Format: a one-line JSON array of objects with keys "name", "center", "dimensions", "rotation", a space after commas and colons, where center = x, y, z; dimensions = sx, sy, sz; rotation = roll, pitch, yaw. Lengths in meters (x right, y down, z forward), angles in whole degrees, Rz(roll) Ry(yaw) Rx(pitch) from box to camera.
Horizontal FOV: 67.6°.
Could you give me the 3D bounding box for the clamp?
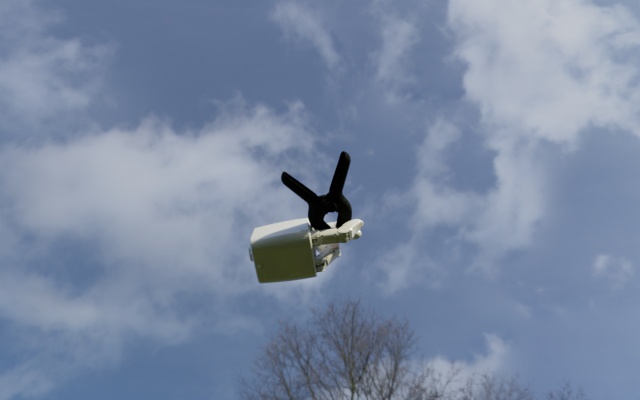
[{"name": "clamp", "center": [0.000, 0.003, 0.832], "dimensions": [0.120, 0.171, 0.039], "rotation": [-9, 27, -1]}]
